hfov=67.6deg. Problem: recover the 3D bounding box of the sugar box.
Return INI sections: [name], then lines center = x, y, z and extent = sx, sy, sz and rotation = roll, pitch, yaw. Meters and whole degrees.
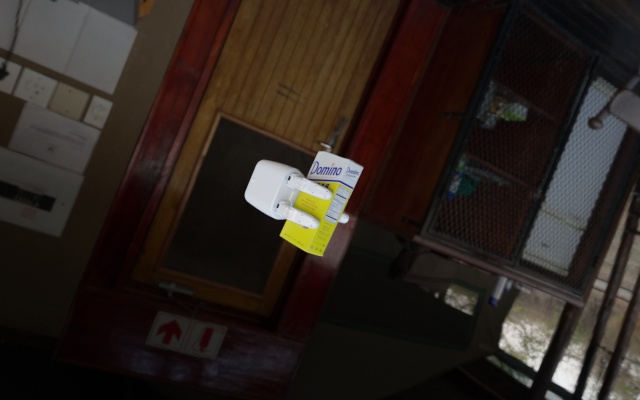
[sugar box]
center = 0.000, 0.003, 0.859
extent = 0.048, 0.176, 0.093
rotation = 22, 1, -40
